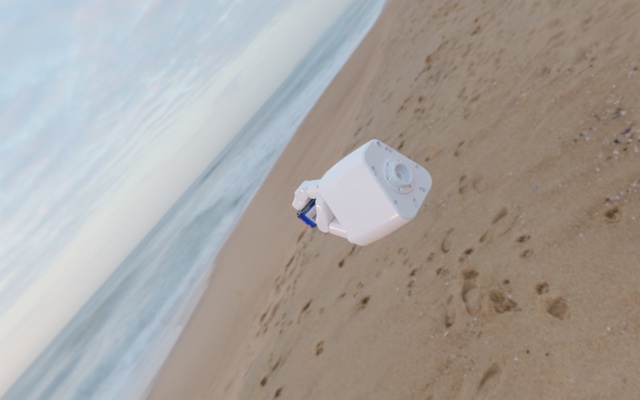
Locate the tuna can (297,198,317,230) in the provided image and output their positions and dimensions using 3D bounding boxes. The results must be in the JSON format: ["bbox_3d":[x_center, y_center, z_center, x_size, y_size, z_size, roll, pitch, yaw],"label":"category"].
[{"bbox_3d":[0.000,0.002,0.760,0.034,0.086,0.086,39,-7,-8],"label":"tuna can"}]
